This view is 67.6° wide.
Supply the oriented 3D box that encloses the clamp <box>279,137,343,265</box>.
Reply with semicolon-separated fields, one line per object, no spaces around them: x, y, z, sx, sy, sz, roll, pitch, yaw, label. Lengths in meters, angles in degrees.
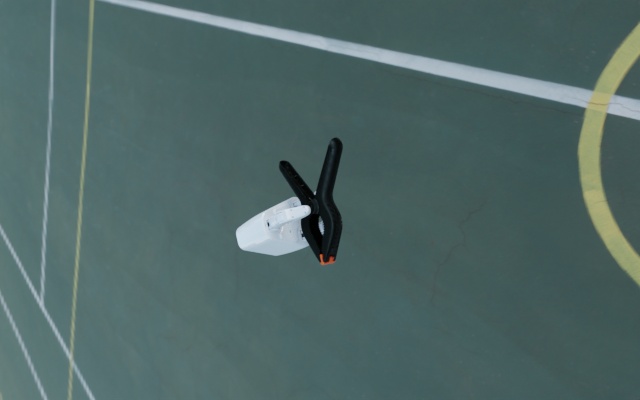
-0.001;0.003;0.821;0.036;0.210;0.164;-6;-13;-39;clamp
